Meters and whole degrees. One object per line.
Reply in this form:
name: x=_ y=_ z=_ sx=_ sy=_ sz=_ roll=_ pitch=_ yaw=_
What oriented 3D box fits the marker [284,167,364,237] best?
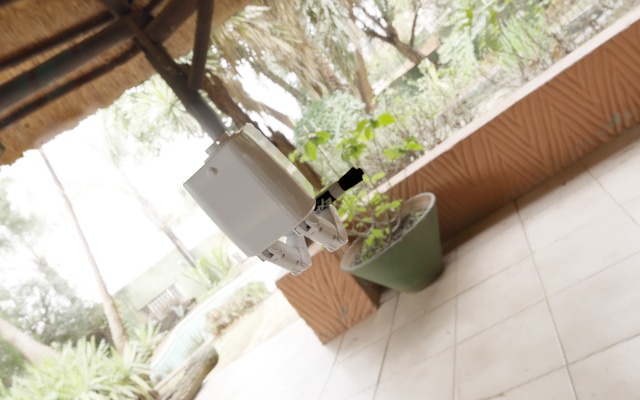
marker: x=0.000 y=0.002 z=0.537 sx=0.121 sy=0.020 sz=0.020 roll=-37 pitch=-16 yaw=22
